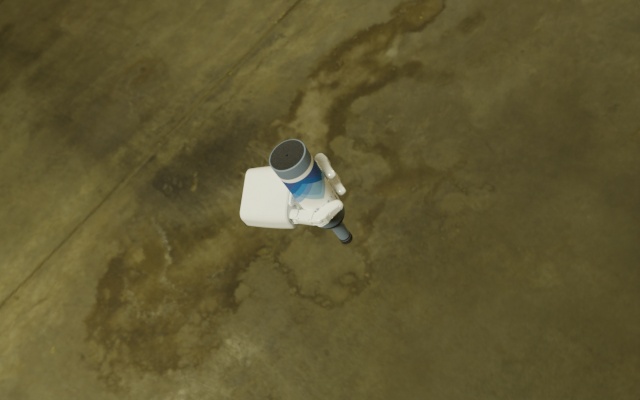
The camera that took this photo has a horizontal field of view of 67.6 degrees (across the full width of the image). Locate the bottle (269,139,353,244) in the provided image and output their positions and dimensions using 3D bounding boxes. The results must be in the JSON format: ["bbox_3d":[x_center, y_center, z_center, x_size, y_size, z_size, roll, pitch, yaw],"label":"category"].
[{"bbox_3d":[0.000,0.003,0.893,0.069,0.069,0.296,0,-32,26],"label":"bottle"}]
